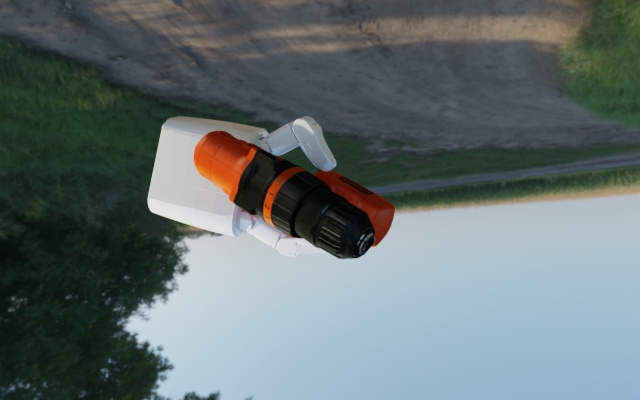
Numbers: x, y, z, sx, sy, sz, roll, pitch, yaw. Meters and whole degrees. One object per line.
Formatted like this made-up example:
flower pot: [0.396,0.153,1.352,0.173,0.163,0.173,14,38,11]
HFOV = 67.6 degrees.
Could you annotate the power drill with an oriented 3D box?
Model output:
power drill: [0.000,0.001,0.443,0.184,0.057,0.188,32,7,30]
